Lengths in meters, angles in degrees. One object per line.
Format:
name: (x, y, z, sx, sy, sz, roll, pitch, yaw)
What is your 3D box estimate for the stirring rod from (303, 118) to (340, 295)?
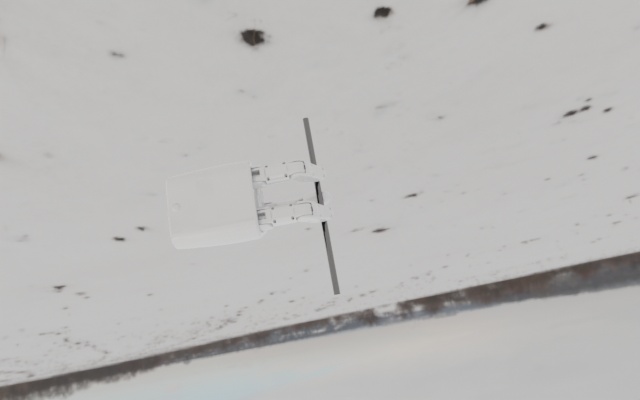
stirring rod: (0.000, 0.002, 0.623, 0.011, 0.239, 0.011, -9, -16, -3)
